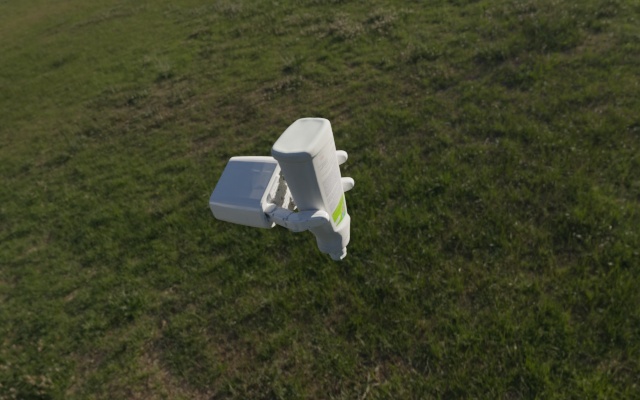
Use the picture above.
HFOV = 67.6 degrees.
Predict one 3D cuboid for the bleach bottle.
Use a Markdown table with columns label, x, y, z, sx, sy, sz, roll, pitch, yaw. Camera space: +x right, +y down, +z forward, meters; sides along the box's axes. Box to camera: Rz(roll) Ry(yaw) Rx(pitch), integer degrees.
| label | x | y | z | sx | sy | sz | roll | pitch | yaw |
| --- | --- | --- | --- | --- | --- | --- | --- | --- | --- |
| bleach bottle | 0.000 | 0.002 | 0.748 | 0.068 | 0.251 | 0.102 | 6 | 42 | 27 |
